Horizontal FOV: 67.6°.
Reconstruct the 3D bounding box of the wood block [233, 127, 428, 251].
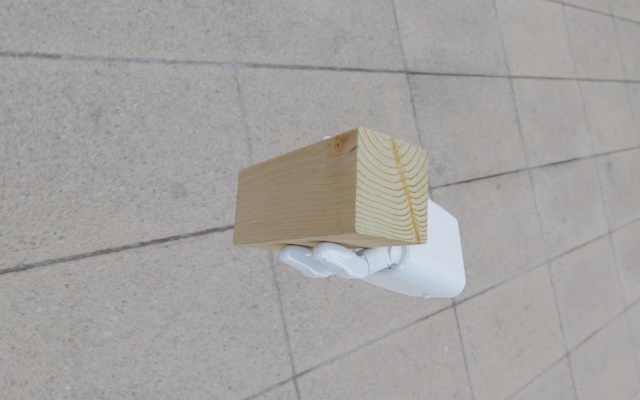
[{"bbox_3d":[0.000,0.001,0.487,0.090,0.090,0.206,12,-15,-36],"label":"wood block"}]
